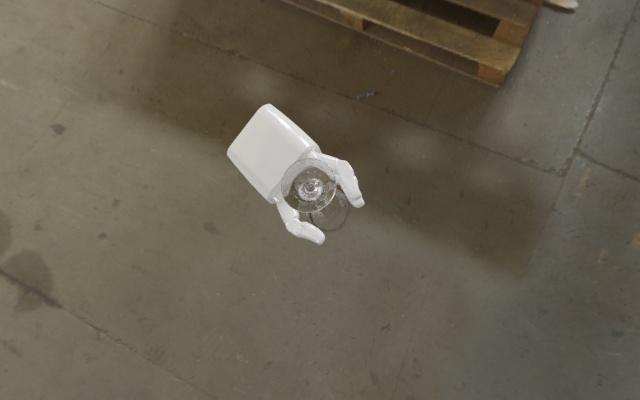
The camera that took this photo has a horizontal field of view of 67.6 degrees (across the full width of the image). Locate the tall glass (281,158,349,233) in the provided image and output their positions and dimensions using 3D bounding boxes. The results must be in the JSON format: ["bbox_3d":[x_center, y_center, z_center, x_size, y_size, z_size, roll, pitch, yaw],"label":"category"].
[{"bbox_3d":[0.000,0.002,0.718,0.079,0.079,0.201,0,-13,10],"label":"tall glass"}]
